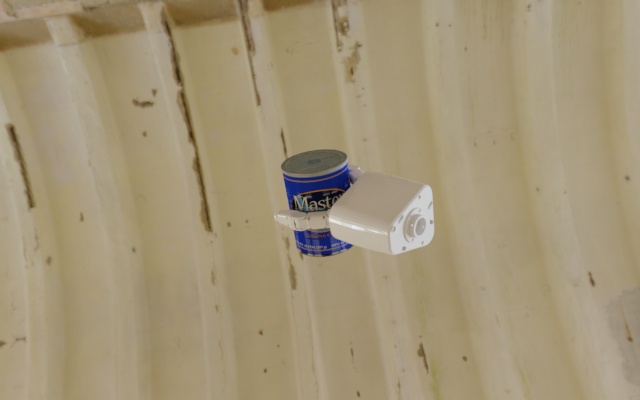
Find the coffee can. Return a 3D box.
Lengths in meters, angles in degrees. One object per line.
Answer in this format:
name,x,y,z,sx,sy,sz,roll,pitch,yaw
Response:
coffee can,0.000,0.002,0.750,0.103,0.140,0.102,-8,24,3
